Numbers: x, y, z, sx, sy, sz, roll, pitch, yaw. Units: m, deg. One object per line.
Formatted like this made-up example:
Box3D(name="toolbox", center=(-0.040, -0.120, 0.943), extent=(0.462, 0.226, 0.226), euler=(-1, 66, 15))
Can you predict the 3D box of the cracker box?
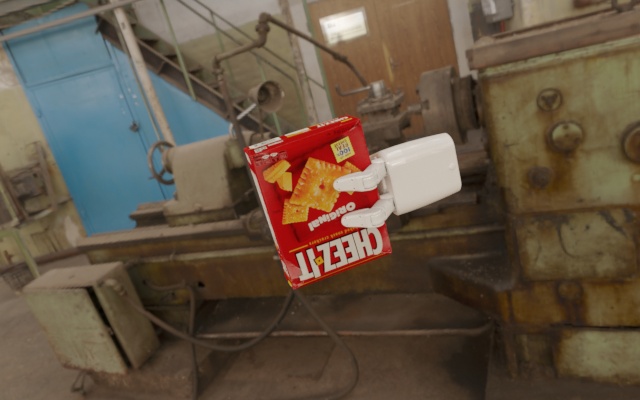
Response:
Box3D(name="cracker box", center=(0.000, 0.002, 0.700), extent=(0.164, 0.214, 0.072), euler=(-19, 18, -9))
